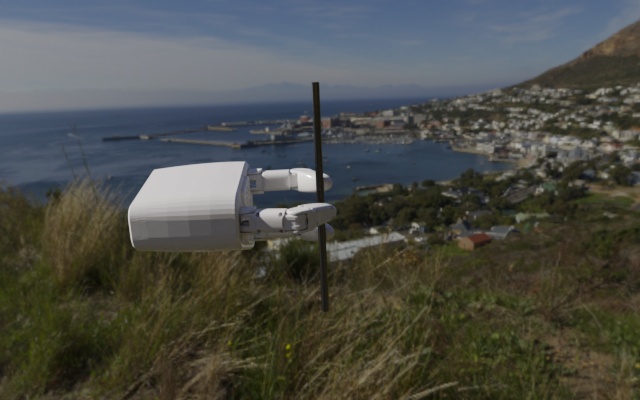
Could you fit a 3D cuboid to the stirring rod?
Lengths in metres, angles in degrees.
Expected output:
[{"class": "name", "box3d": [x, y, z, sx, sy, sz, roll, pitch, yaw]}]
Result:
[{"class": "stirring rod", "box3d": [0.000, 0.002, 0.493, 0.011, 0.239, 0.011, -2, 12, 1]}]
